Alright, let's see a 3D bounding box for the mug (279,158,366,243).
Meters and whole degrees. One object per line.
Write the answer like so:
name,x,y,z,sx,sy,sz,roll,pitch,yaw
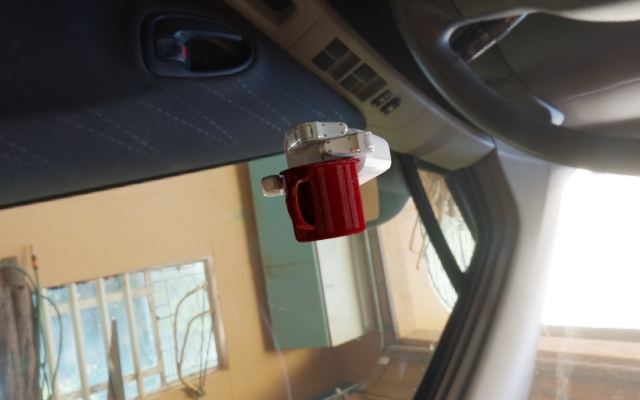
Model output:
mug,0.000,0.002,0.526,0.093,0.081,0.117,-10,-1,28
